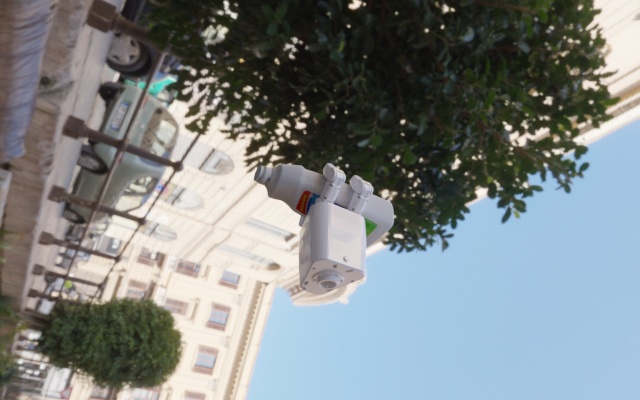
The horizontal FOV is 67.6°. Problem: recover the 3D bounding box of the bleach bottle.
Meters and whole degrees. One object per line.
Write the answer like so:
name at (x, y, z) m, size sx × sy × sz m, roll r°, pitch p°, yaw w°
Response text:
bleach bottle at (0.000, 0.003, 0.822) m, size 0.251 × 0.068 × 0.103 m, roll 22°, pitch -43°, yaw -24°
